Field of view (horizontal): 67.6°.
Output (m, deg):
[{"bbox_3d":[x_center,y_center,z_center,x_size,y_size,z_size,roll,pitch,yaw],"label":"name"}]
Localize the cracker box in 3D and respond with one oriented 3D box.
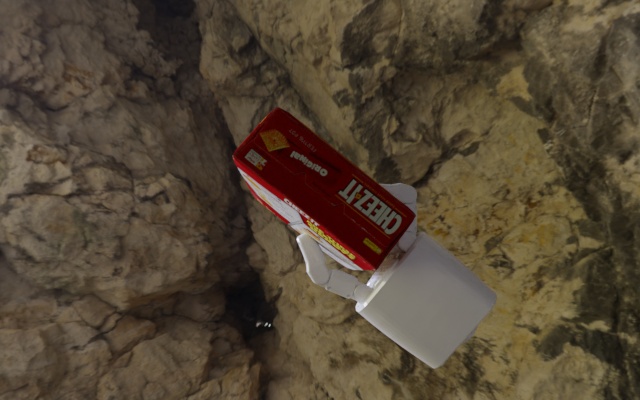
[{"bbox_3d":[0.000,0.002,0.524,0.164,0.072,0.214,38,-9,3],"label":"cracker box"}]
